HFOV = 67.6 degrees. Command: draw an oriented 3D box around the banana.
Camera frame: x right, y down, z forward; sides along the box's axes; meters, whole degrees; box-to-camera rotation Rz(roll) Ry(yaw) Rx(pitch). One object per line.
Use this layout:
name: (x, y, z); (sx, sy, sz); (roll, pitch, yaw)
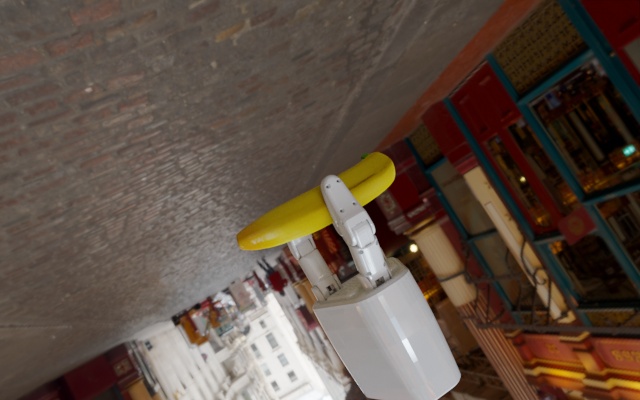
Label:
banana: (0.014, -0.004, 0.441); (0.197, 0.037, 0.069); (-32, 8, -40)
